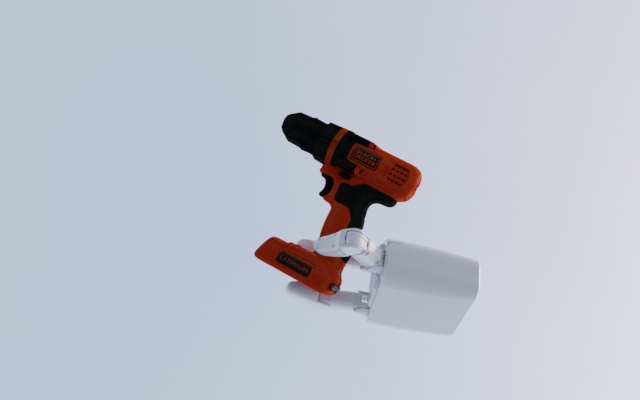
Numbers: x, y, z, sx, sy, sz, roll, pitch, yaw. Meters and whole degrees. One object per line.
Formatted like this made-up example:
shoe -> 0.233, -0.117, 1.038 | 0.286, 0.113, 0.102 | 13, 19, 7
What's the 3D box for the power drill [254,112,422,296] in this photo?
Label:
power drill -> 0.000, 0.002, 0.565 | 0.184, 0.187, 0.057 | 28, -5, 16
